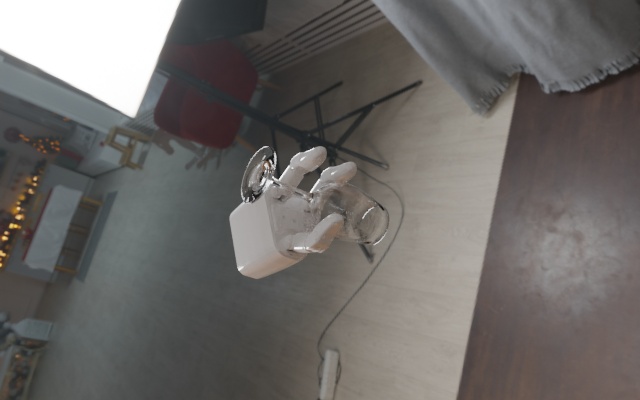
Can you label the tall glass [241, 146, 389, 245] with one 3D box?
[{"bbox_3d":[0.000,0.002,0.629,0.201,0.079,0.079,23,-13,-33],"label":"tall glass"}]
